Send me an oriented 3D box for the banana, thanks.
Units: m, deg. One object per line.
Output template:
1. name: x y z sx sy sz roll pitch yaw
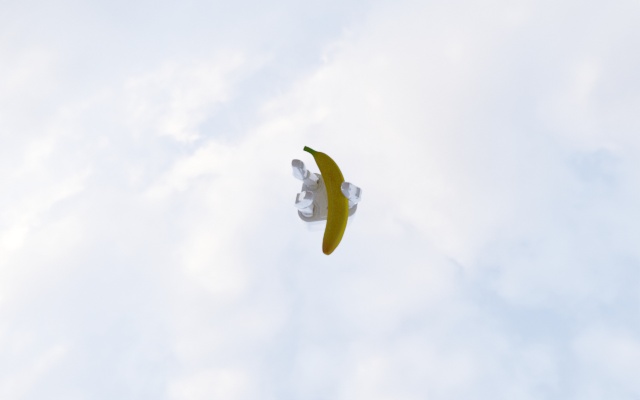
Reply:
1. banana: 0.017 -0.003 0.841 0.069 0.197 0.037 -8 -13 -15
